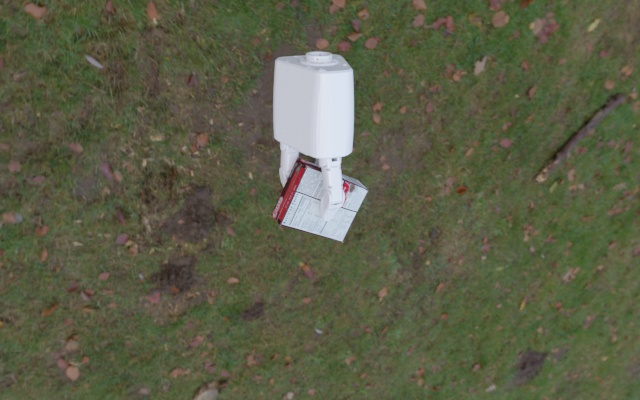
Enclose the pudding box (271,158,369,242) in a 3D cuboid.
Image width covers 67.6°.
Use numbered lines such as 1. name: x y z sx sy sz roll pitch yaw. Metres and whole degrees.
1. pudding box: 0.000 0.002 0.661 0.113 0.090 0.039 19 14 -31
